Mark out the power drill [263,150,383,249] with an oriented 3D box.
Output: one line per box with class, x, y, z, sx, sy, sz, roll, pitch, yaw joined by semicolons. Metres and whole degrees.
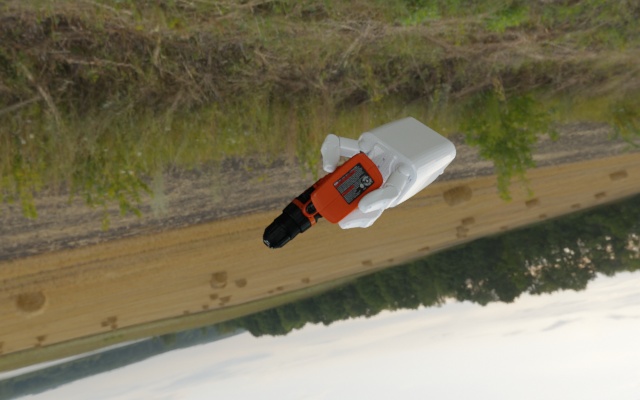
power drill;0.000;0.002;0.704;0.184;0.057;0.187;-42;7;-17
